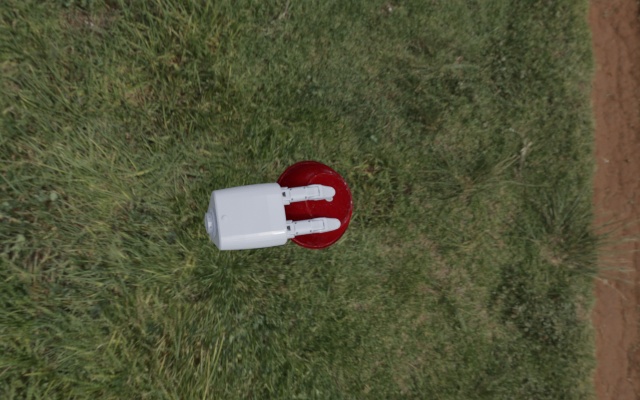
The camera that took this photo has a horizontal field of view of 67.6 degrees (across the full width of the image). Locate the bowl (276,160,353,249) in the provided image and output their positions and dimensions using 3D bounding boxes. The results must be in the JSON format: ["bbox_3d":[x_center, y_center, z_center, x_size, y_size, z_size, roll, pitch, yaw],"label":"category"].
[{"bbox_3d":[0.001,0.002,0.835,0.162,0.162,0.055,0,-10,-31],"label":"bowl"}]
